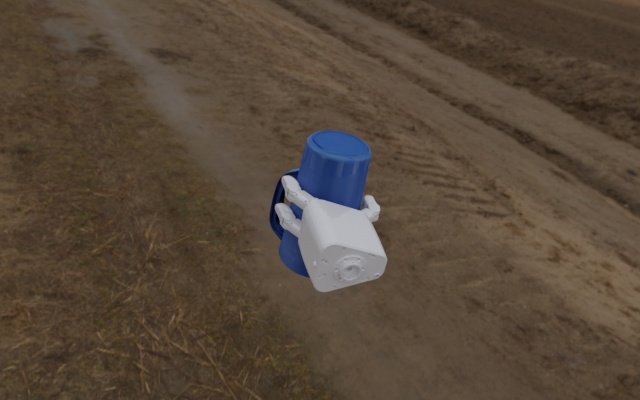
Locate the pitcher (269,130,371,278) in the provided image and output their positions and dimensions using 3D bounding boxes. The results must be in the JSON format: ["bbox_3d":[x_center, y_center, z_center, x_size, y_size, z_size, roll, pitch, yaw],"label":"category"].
[{"bbox_3d":[0.000,0.003,0.835,0.149,0.243,0.145,3,32,-15],"label":"pitcher"}]
